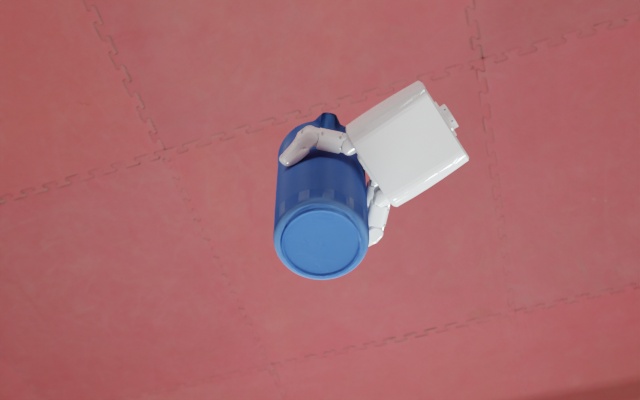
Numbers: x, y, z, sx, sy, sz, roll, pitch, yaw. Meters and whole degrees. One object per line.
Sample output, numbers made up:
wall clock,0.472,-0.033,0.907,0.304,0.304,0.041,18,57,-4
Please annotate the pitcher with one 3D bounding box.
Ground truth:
pitcher,0.000,0.002,0.635,0.145,0.149,0.242,-32,23,16
